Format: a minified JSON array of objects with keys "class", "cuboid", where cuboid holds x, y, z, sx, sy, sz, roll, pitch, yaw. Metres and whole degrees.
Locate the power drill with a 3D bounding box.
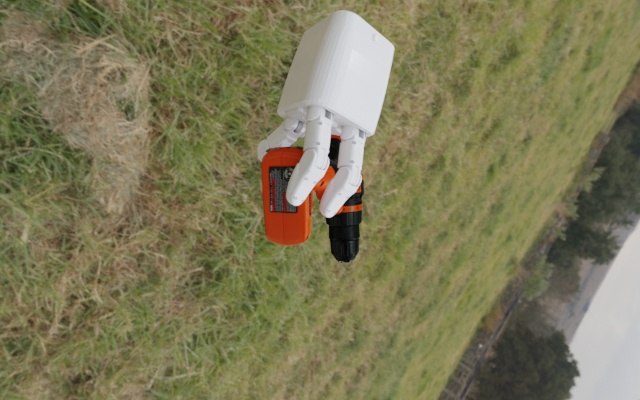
[{"class":"power drill","cuboid":[0.000,0.002,0.592,0.057,0.184,0.187,-1,6,25]}]
